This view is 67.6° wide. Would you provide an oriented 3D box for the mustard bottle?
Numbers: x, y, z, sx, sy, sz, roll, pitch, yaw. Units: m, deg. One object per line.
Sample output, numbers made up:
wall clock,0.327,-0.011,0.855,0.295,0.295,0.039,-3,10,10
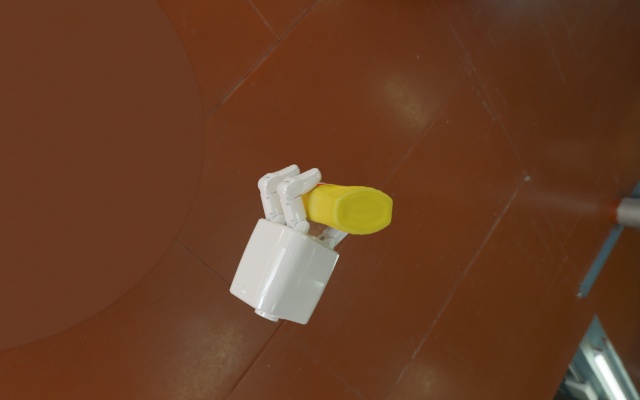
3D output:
mustard bottle,0.000,0.002,0.646,0.096,0.058,0.191,-1,7,-35
